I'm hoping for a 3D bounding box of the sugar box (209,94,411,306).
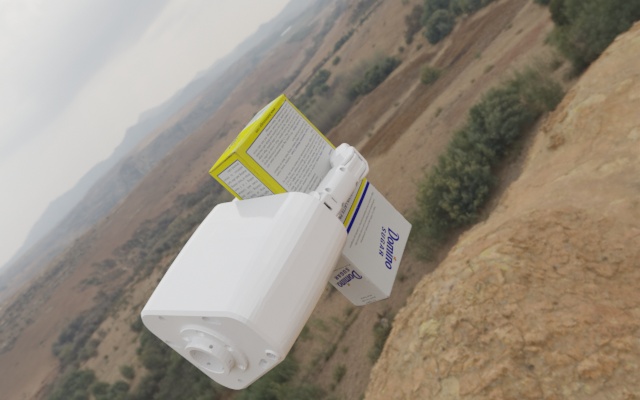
[{"bbox_3d":[0.000,0.002,0.413,0.048,0.176,0.093,-27,24,41],"label":"sugar box"}]
